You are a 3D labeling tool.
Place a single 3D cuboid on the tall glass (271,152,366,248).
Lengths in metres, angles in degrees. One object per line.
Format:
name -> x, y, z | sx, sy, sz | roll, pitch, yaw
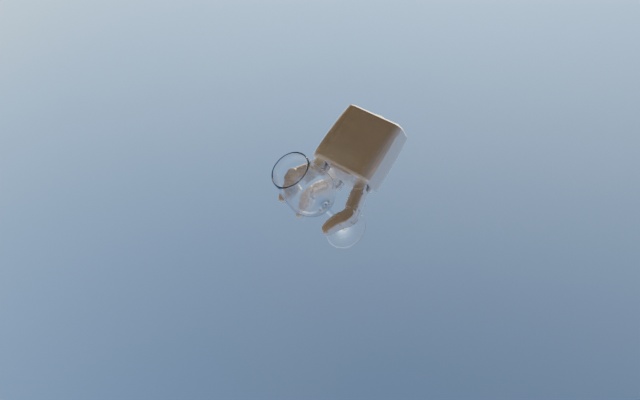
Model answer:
tall glass -> 0.000, 0.003, 0.757 | 0.079, 0.079, 0.201 | 0, -28, 30
